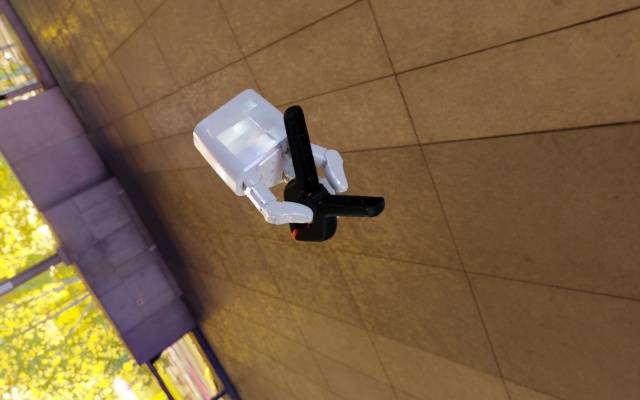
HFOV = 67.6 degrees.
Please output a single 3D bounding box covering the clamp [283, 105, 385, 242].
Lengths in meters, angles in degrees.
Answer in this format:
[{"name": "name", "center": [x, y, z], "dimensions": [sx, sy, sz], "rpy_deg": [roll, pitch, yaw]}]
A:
[{"name": "clamp", "center": [-0.001, 0.003, 0.609], "dimensions": [0.036, 0.164, 0.210], "rpy_deg": [-31, -25, -29]}]
